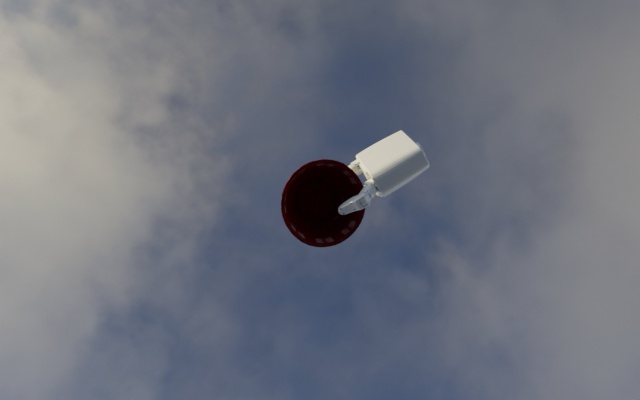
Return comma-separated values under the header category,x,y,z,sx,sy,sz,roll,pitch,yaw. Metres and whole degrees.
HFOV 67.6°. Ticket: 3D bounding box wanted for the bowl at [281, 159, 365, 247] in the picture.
category,x,y,z,sx,sy,sz,roll,pitch,yaw
bowl,-0.001,0.003,0.888,0.162,0.162,0.055,0,7,-17
